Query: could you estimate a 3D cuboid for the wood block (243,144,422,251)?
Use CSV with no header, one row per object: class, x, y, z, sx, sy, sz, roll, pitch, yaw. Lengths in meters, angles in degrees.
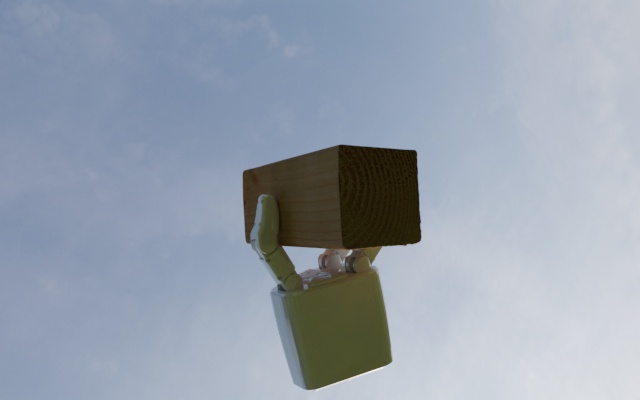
wood block,0.000,0.002,0.504,0.091,0.090,0.206,-1,-3,-32
